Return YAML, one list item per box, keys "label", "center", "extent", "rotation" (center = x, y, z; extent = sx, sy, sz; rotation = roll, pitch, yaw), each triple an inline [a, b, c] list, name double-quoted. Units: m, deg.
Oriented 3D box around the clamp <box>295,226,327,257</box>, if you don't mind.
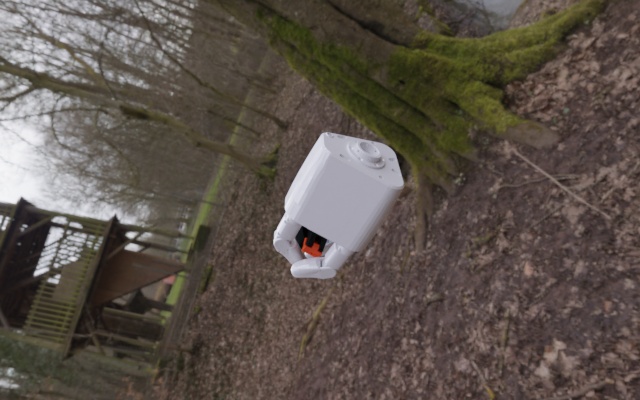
- label: "clamp"
  center: [0.000, 0.002, 0.680]
  extent: [0.039, 0.120, 0.171]
  rotation: [19, 35, -18]
